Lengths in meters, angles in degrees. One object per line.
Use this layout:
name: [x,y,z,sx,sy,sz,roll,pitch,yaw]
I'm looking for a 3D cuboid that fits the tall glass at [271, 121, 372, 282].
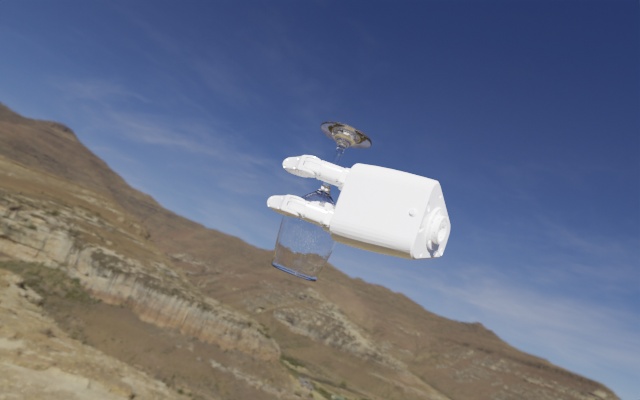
tall glass: [0.000,0.001,0.627,0.079,0.201,0.079,20,-11,4]
